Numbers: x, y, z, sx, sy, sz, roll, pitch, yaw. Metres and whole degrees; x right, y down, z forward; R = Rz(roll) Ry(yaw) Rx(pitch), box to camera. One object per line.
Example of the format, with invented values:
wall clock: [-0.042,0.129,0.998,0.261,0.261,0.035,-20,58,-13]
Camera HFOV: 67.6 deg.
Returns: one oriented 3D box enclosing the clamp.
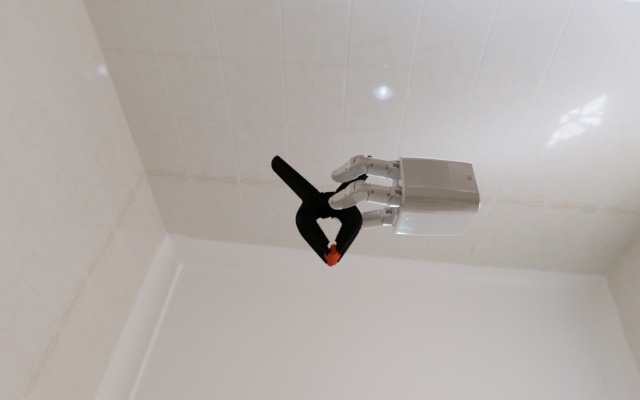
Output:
clamp: [0.000,0.003,0.700,0.164,0.209,0.036,4,-43,1]
